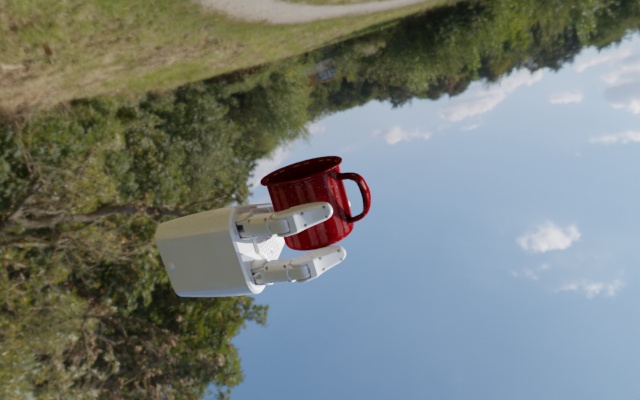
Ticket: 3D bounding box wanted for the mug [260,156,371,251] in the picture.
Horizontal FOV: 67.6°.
[{"bbox_3d":[0.001,0.002,0.524,0.117,0.081,0.093,-9,17,24],"label":"mug"}]
